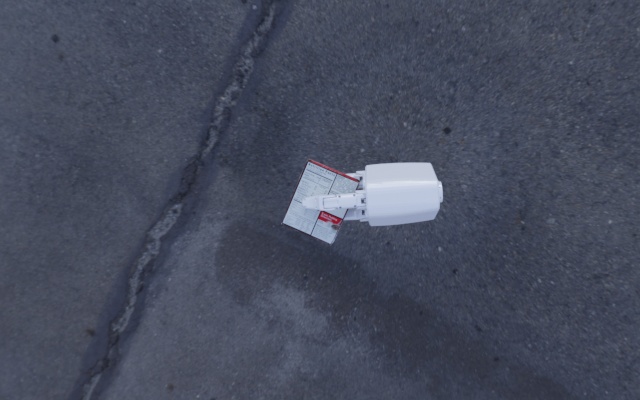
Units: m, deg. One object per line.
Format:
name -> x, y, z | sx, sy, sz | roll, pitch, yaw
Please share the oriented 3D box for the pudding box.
pudding box -> 0.000, 0.003, 0.752 | 0.090, 0.113, 0.039 | 24, 6, 3
